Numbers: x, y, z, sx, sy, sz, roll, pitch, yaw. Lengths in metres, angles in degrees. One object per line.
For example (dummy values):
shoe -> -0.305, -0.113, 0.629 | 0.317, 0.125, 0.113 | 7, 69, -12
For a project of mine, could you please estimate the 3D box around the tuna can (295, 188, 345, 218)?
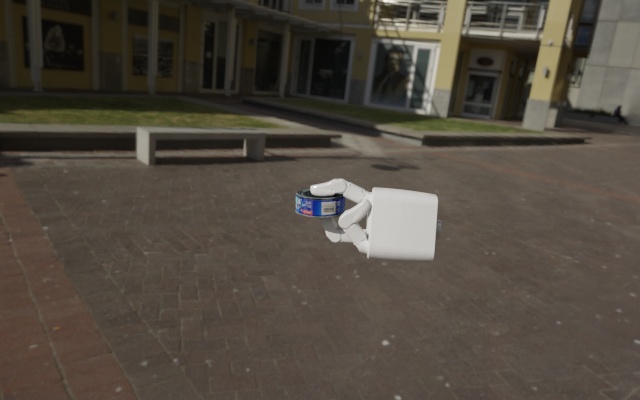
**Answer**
tuna can -> 0.000, 0.002, 0.813 | 0.086, 0.034, 0.086 | 1, 14, 0
